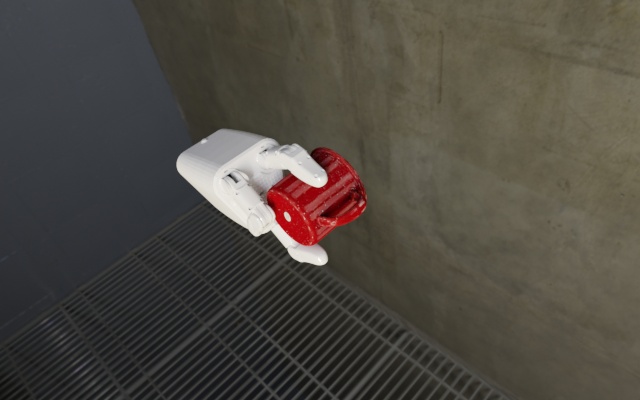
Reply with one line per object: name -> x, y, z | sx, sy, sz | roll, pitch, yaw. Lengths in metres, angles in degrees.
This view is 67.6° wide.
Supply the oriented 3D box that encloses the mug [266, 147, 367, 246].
mug -> 0.001, 0.002, 0.542 | 0.081, 0.093, 0.117 | -39, 37, -26
